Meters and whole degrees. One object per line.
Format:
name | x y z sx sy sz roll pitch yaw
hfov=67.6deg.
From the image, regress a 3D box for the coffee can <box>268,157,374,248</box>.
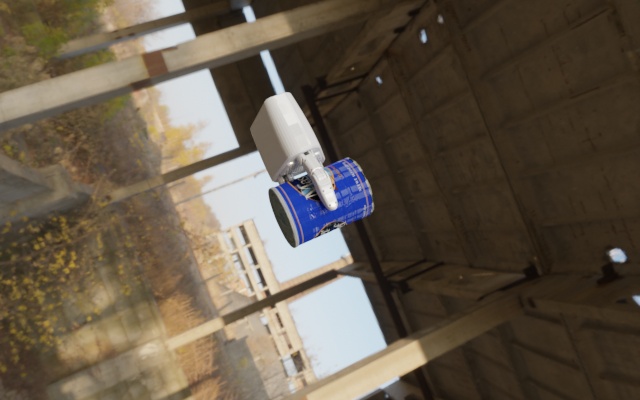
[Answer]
coffee can | 0.000 0.003 0.770 0.140 0.103 0.103 -23 6 -15
